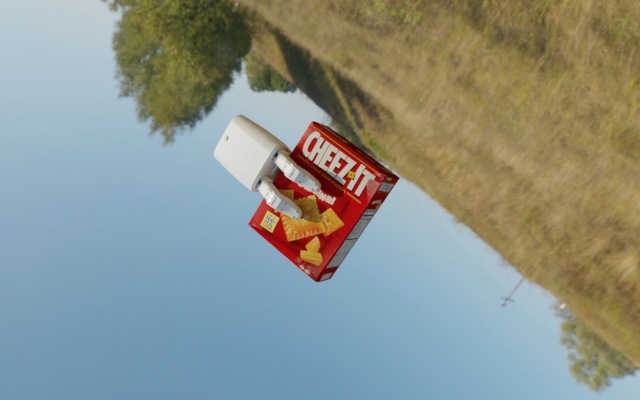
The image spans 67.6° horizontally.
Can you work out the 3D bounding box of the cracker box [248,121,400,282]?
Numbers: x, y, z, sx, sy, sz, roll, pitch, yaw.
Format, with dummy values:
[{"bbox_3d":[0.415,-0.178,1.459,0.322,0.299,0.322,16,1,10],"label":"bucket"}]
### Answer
[{"bbox_3d":[0.000,0.003,0.796,0.164,0.214,0.072,38,15,21],"label":"cracker box"}]
